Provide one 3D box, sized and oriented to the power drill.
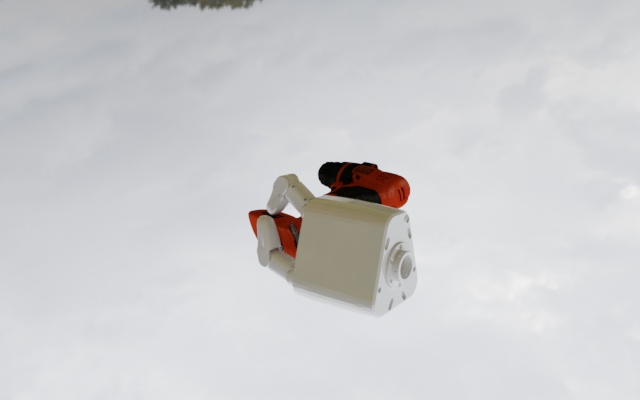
[{"bbox_3d":[0.000,0.002,0.649,0.187,0.057,0.184,-30,25,-24],"label":"power drill"}]
